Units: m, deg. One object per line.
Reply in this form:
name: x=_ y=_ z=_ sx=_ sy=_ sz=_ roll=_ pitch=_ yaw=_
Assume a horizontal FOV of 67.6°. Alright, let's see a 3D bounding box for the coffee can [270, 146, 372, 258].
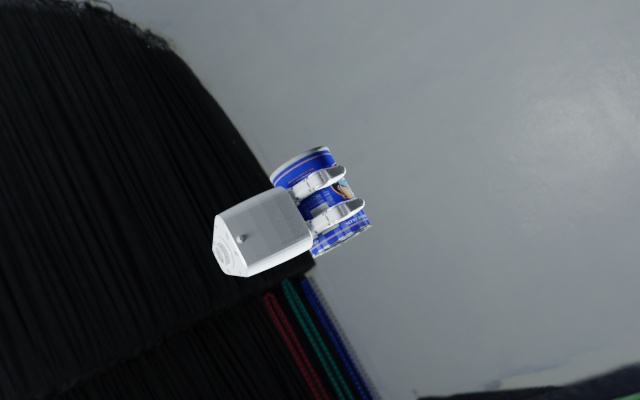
coffee can: x=0.000 y=0.002 z=0.735 sx=0.103 sy=0.140 sz=0.103 roll=-29 pitch=-8 yaw=-5
